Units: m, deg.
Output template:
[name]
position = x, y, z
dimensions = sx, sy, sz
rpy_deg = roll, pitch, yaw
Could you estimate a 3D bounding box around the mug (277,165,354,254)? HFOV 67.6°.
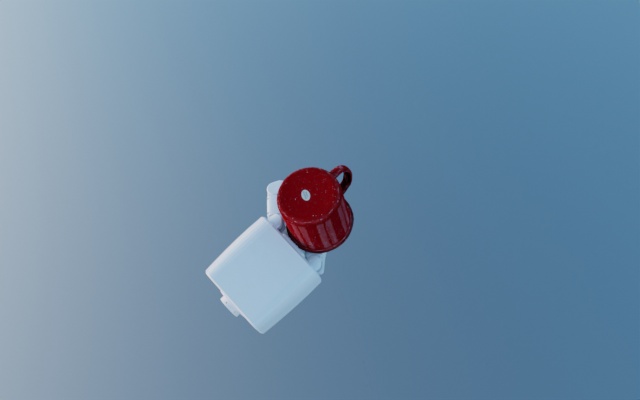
[mug]
position = 0.001, 0.001, 0.612
dimensions = 0.093, 0.117, 0.081
rpy_deg = 38, -14, 25
